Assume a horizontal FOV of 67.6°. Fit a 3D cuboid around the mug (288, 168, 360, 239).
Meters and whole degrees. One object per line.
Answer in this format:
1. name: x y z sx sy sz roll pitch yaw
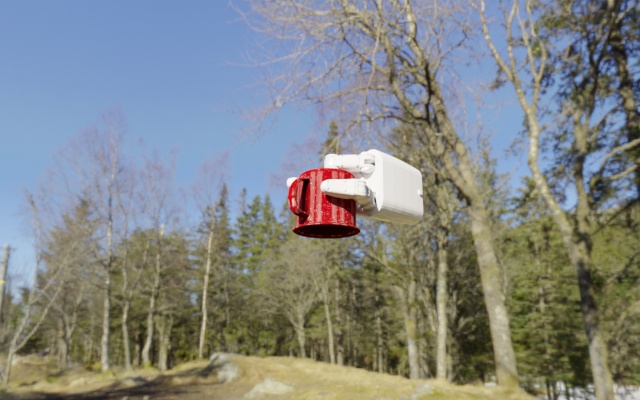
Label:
1. mug: -0.001 0.002 0.658 0.117 0.081 0.093 16 -22 -43
